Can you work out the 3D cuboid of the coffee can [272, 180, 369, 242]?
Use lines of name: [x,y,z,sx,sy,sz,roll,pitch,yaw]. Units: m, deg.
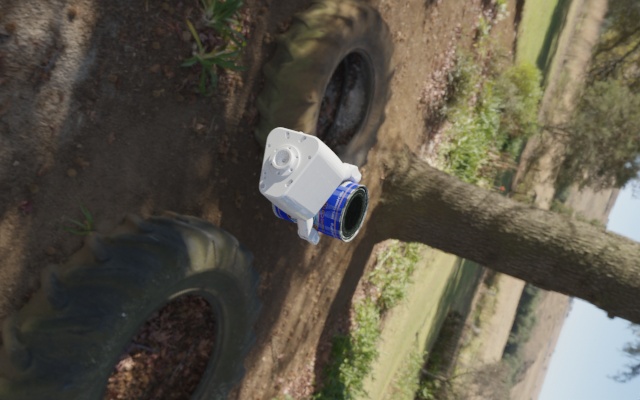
coffee can: [0.000,0.003,0.844,0.140,0.103,0.103,19,8,26]
